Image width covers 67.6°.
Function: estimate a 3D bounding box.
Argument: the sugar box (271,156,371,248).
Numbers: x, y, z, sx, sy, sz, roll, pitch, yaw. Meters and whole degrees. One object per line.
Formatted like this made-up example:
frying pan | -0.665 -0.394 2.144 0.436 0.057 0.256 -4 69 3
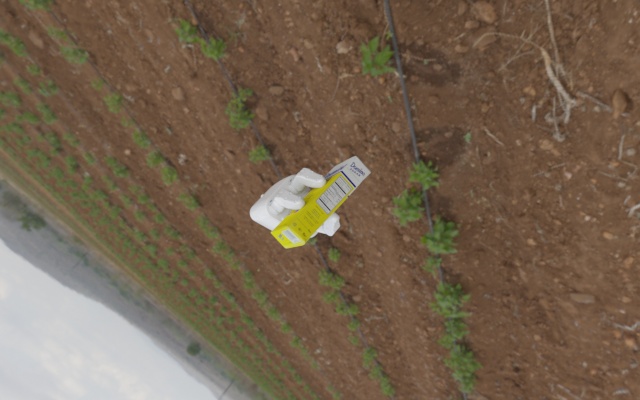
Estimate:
sugar box | 0.000 0.002 0.808 0.176 0.048 0.093 -49 12 -23
